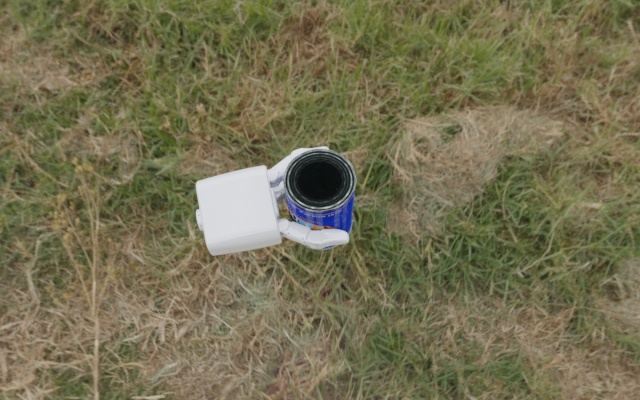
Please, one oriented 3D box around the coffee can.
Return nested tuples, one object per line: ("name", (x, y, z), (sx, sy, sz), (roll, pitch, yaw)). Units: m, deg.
("coffee can", (0.000, 0.002, 0.725), (0.103, 0.102, 0.140), (0, -28, 1))
